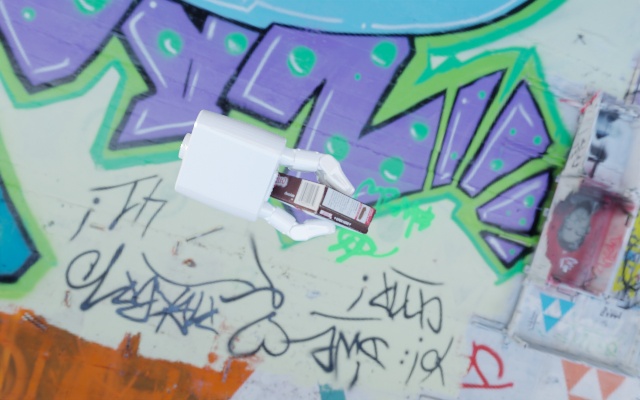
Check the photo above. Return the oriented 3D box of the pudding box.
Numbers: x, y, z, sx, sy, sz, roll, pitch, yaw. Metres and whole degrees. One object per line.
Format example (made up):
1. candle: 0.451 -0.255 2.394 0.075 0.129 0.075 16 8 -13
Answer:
1. pudding box: 0.000 0.002 0.603 0.090 0.039 0.113 23 -1 -37
